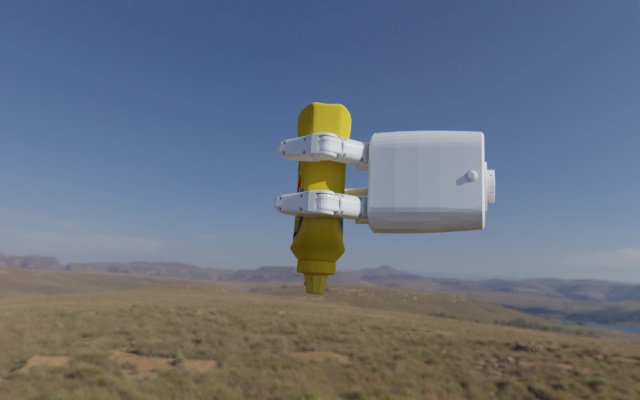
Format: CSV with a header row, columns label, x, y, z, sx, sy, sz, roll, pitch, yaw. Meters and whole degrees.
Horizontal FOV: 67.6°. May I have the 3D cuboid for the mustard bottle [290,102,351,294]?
label,x,y,z,sx,sy,sz,roll,pitch,yaw
mustard bottle,0.000,0.001,0.507,0.058,0.191,0.096,4,-10,-5
